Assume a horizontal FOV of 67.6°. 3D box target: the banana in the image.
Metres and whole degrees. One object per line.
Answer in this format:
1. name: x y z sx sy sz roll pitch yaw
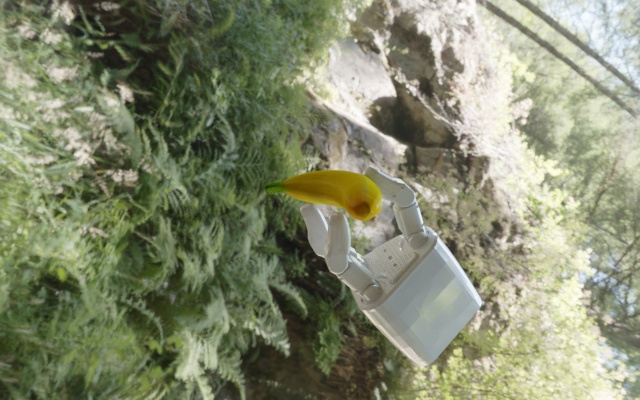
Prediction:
1. banana: 0.014 -0.006 0.480 0.069 0.037 0.198 -25 16 -25
